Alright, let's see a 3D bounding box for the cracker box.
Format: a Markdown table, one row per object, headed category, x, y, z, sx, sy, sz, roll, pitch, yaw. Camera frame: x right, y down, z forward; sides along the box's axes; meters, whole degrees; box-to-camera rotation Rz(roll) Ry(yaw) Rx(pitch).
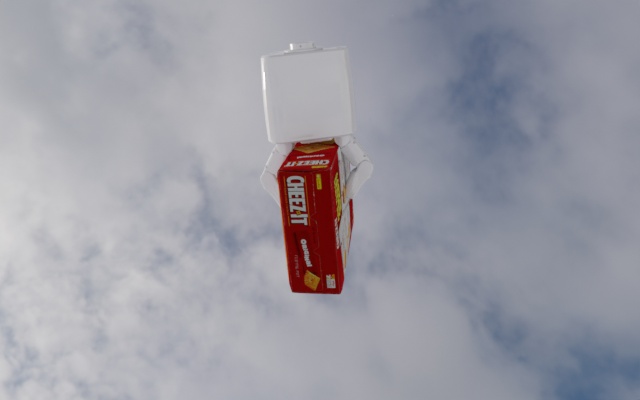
| category | x | y | z | sx | sy | sz | roll | pitch | yaw |
| --- | --- | --- | --- | --- | --- | --- | --- | --- | --- |
| cracker box | 0.000 | 0.002 | 0.653 | 0.072 | 0.164 | 0.213 | -2 | 21 | 9 |
